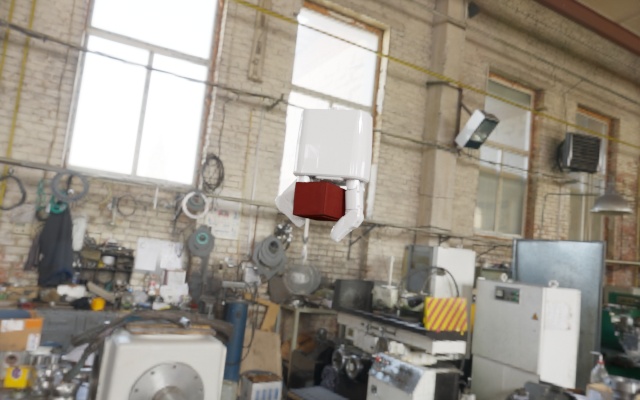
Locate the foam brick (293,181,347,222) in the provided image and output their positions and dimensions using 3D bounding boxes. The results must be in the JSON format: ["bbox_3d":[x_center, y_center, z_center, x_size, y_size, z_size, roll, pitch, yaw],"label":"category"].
[{"bbox_3d":[0.000,0.002,0.719,0.053,0.051,0.078,2,-7,27],"label":"foam brick"}]
